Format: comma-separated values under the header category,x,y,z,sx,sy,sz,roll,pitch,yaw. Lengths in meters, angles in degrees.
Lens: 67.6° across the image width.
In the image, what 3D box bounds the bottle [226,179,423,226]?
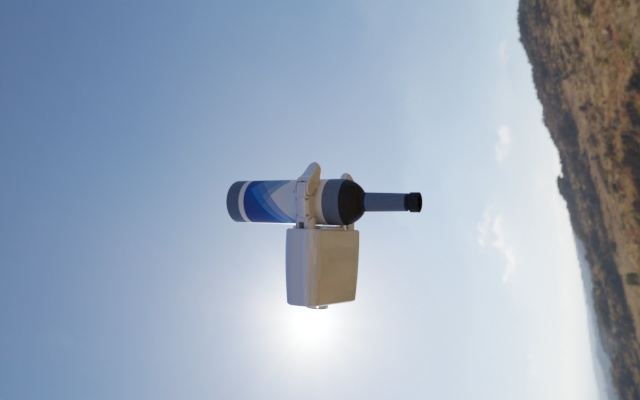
category,x,y,z,sx,sy,sz,roll,pitch,yaw
bottle,0.000,0.002,0.693,0.295,0.069,0.069,0,0,28
